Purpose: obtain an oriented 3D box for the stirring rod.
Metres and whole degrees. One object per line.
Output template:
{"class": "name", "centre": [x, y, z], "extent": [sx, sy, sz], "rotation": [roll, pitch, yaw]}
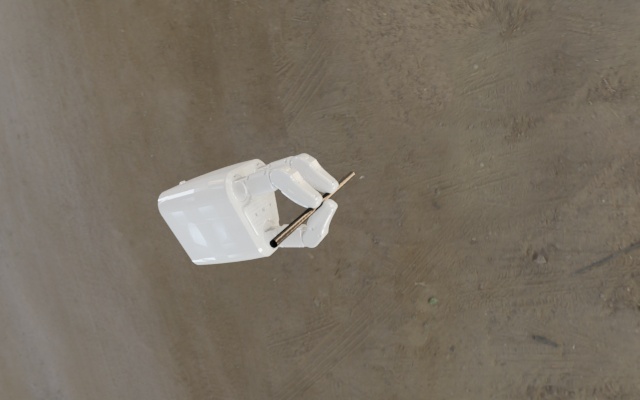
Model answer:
{"class": "stirring rod", "centre": [0.000, 0.002, 0.524], "extent": [0.011, 0.011, 0.239], "rotation": [0, 18, 21]}
